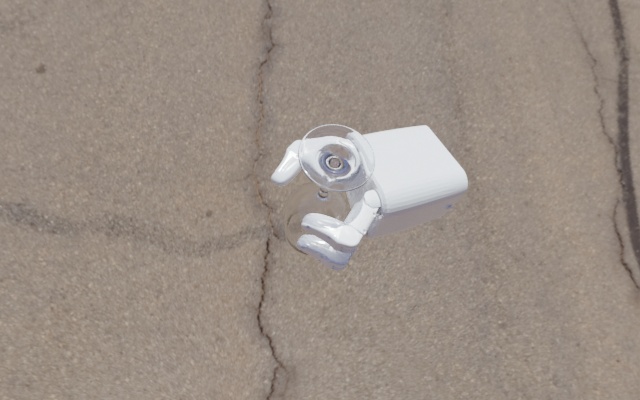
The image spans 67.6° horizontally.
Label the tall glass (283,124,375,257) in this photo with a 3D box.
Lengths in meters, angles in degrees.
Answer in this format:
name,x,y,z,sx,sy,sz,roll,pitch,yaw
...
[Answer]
name,x,y,z,sx,sy,sz,roll,pitch,yaw
tall glass,0.000,0.001,0.537,0.079,0.079,0.201,0,-26,-11
